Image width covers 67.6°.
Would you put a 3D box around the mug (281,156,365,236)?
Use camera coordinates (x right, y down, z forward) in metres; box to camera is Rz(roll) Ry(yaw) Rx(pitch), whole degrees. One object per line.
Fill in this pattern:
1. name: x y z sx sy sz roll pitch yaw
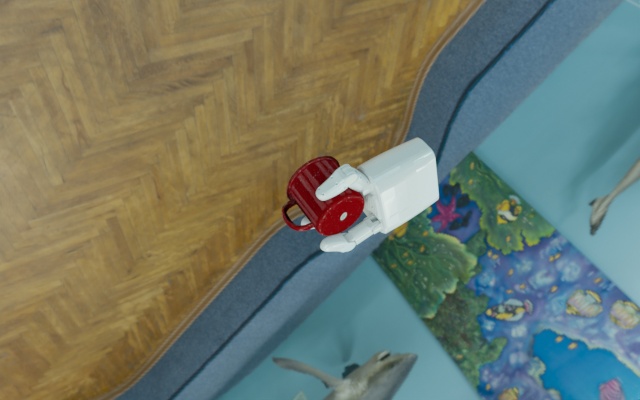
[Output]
1. mug: -0.001 0.003 0.688 0.117 0.081 0.093 -30 -33 -13
